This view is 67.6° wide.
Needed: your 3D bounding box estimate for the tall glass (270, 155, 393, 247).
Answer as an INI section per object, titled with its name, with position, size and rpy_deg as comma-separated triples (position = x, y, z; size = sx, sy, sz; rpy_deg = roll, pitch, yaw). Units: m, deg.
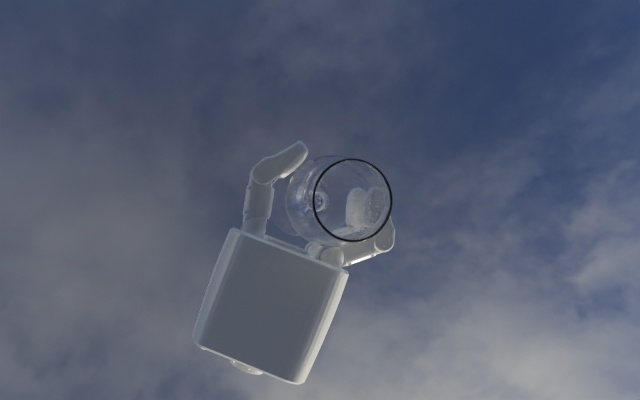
[tall glass]
position = 0.000, 0.001, 0.443
size = 0.079, 0.079, 0.201
rpy_deg = 0, -1, -14
